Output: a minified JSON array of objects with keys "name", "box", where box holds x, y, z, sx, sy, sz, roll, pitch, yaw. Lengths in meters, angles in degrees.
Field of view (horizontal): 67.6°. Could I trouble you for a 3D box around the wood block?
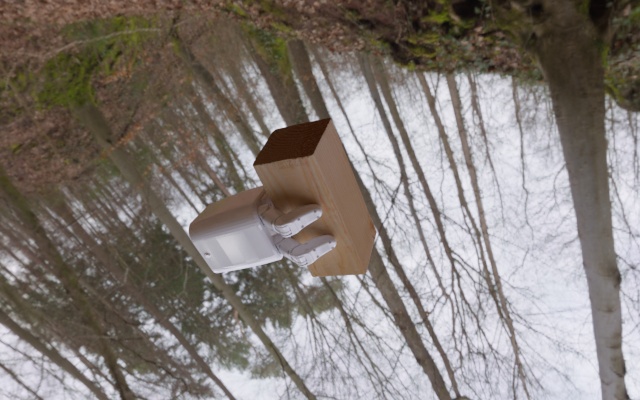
[{"name":"wood block","box":[0.000,0.002,0.666,0.090,0.206,0.090,-8,37,25]}]
